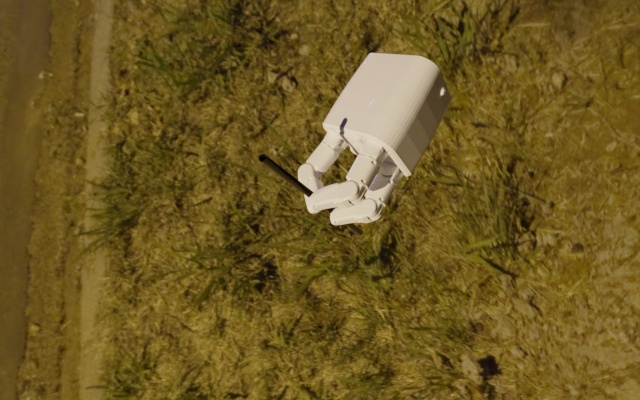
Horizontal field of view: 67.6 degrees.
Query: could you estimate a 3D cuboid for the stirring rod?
[{"bbox_3d":[0.000,0.002,0.537,0.011,0.011,0.240,0,-20,28],"label":"stirring rod"}]
